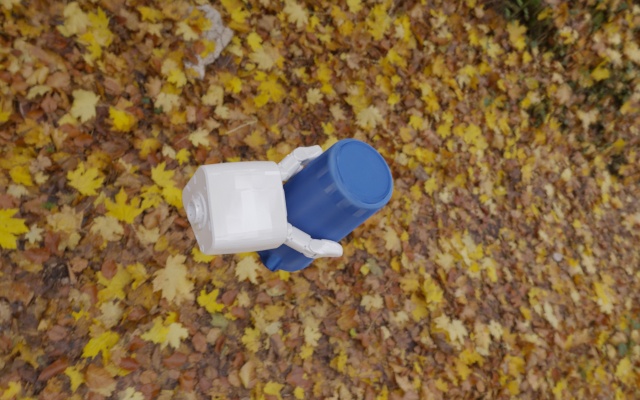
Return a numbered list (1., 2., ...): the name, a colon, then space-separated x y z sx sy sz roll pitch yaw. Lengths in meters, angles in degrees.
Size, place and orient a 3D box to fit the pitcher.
1. pitcher: 0.000 0.002 0.731 0.145 0.149 0.243 -3 -23 -36
